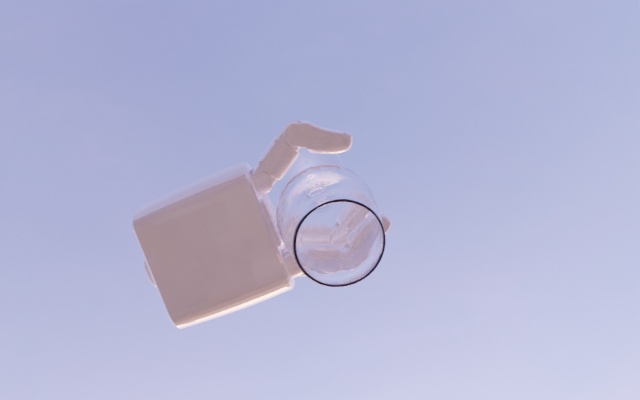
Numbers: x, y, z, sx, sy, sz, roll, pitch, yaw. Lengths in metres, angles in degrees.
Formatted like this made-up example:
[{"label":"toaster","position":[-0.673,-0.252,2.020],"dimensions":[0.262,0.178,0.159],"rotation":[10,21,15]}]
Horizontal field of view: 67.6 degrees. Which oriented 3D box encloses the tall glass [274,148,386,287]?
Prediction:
[{"label":"tall glass","position":[0.000,0.001,0.404],"dimensions":[0.079,0.079,0.201],"rotation":[0,16,-8]}]
